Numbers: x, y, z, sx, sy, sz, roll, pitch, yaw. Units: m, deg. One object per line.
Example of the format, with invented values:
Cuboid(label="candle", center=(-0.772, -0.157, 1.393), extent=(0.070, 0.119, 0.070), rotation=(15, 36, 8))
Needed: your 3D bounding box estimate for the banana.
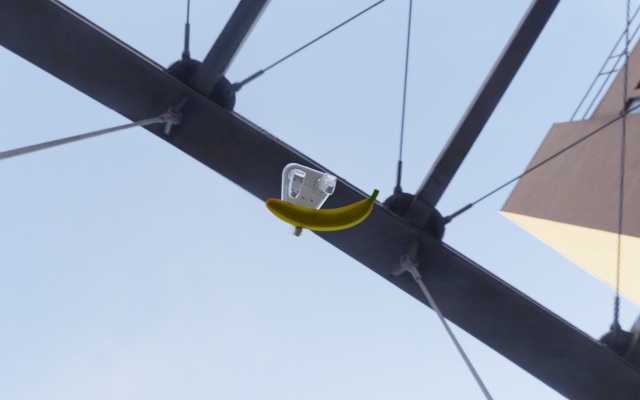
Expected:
Cuboid(label="banana", center=(0.005, 0.021, 0.833), extent=(0.198, 0.069, 0.037), rotation=(-6, 11, -5))
